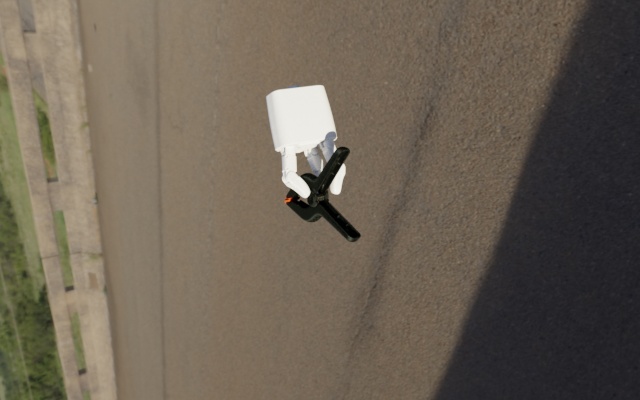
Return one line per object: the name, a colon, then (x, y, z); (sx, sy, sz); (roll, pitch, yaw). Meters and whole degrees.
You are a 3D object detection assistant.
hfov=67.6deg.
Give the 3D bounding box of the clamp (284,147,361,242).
clamp: (-0.001, 0.003, 0.890); (0.036, 0.164, 0.210); (-8, -5, -35)
